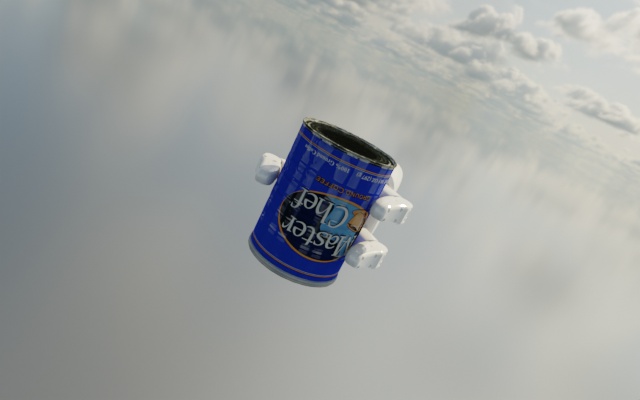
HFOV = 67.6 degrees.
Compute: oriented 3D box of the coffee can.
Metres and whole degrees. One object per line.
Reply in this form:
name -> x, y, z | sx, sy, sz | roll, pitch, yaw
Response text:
coffee can -> 0.000, 0.002, 0.487 | 0.103, 0.140, 0.102 | 24, 17, -8
